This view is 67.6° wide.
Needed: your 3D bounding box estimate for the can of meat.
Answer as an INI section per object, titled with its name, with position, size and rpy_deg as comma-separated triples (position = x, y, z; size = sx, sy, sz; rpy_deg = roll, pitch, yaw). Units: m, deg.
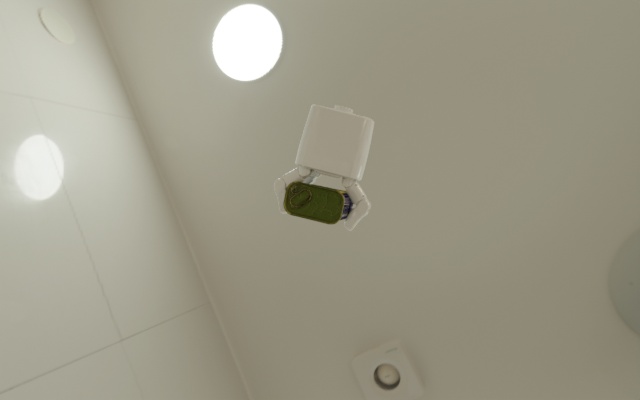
[can of meat]
position = 0.000, 0.003, 0.814
size = 0.102, 0.057, 0.084
rpy_deg = 13, 5, 16
